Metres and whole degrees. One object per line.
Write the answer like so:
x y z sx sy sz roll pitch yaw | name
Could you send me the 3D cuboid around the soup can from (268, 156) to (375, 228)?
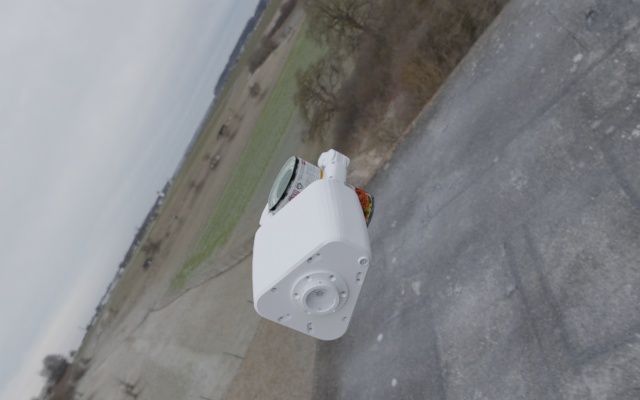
0.000 0.001 0.537 0.102 0.068 0.068 26 -8 -17 | soup can
